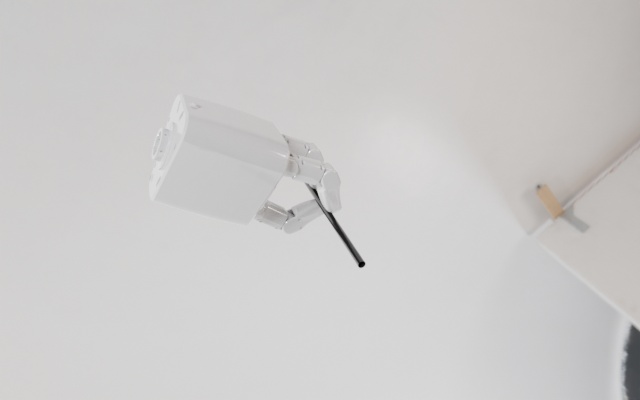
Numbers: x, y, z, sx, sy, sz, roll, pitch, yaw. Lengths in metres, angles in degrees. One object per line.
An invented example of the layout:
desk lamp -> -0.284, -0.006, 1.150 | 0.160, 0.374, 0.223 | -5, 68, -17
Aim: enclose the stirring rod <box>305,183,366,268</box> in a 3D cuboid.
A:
stirring rod -> 0.000, 0.002, 0.554 | 0.011, 0.011, 0.239 | 0, 30, -22
